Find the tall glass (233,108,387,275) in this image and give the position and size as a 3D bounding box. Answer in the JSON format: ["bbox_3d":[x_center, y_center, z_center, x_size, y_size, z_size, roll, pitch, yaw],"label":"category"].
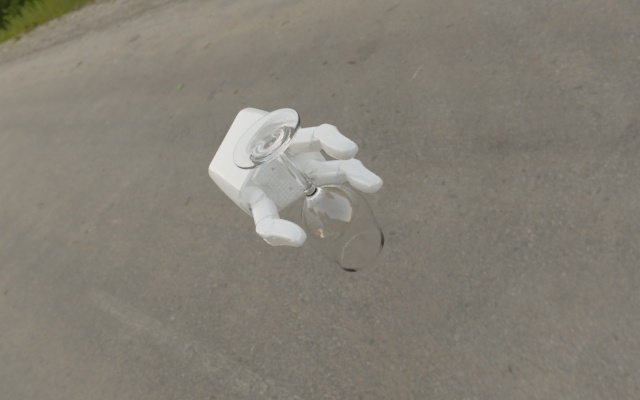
[{"bbox_3d":[0.000,0.001,0.497,0.079,0.079,0.201,0,-37,40],"label":"tall glass"}]
